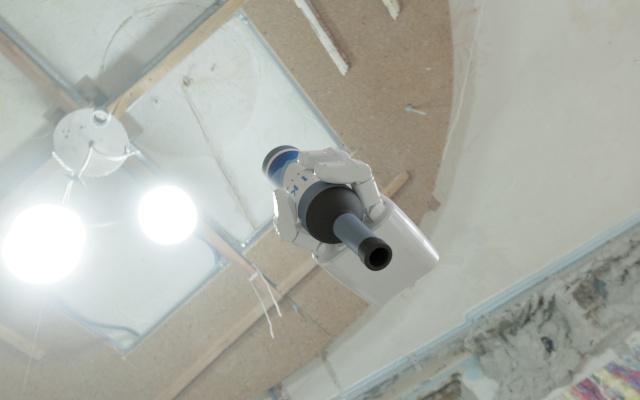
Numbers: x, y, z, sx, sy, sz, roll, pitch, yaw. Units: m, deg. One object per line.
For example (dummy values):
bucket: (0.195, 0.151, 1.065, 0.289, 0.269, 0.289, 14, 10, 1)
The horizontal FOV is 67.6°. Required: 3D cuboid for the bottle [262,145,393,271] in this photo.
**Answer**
bottle: (0.000, 0.002, 0.543, 0.069, 0.069, 0.295, 0, 19, -21)
